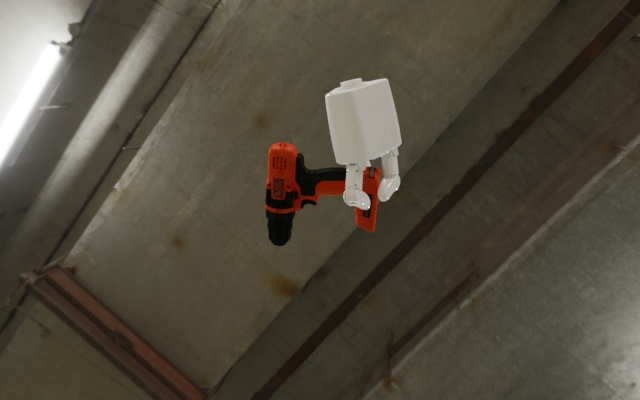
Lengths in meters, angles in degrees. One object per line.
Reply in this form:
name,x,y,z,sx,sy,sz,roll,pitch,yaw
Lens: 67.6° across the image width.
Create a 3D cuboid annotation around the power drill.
power drill,0.001,0.002,0.789,0.187,0.184,0.057,6,27,5
